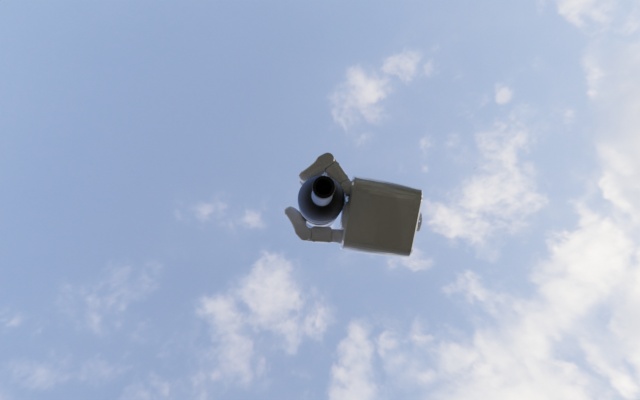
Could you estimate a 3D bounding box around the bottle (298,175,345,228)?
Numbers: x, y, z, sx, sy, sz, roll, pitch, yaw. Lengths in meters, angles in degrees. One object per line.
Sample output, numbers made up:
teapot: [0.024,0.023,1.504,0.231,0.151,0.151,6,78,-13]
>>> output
bottle: [0.000,0.002,0.706,0.069,0.069,0.296,0,-7,-1]
